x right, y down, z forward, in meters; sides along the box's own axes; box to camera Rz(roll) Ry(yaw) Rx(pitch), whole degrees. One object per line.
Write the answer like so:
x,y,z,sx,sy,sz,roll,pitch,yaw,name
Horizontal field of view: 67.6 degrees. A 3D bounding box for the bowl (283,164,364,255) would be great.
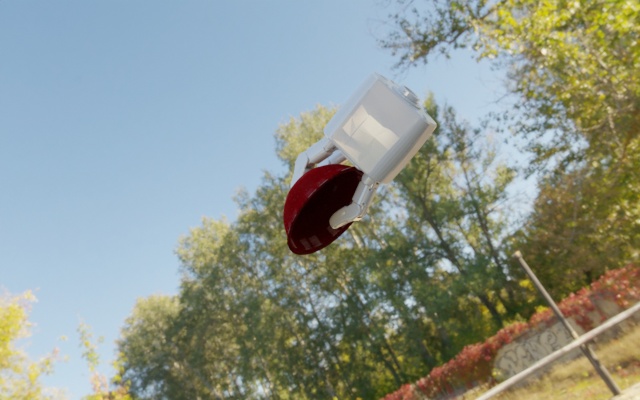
-0.001,0.003,0.701,0.055,0.162,0.162,42,23,28,bowl
